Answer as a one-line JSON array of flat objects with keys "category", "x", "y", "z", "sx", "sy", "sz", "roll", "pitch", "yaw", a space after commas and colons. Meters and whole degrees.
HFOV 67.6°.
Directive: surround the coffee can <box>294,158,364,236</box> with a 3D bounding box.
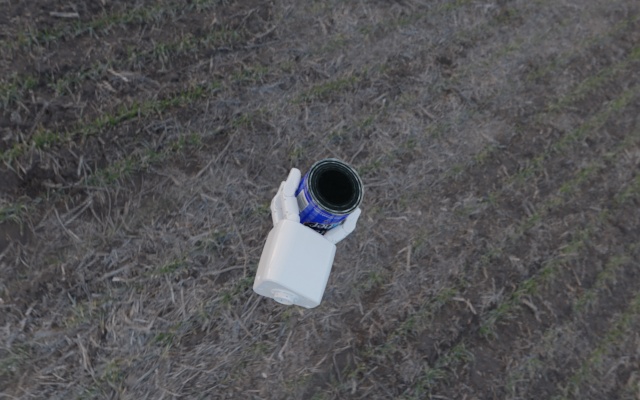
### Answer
[{"category": "coffee can", "x": 0.000, "y": 0.003, "z": 0.838, "sx": 0.103, "sy": 0.102, "sz": 0.140, "roll": 0, "pitch": -22, "yaw": -23}]
